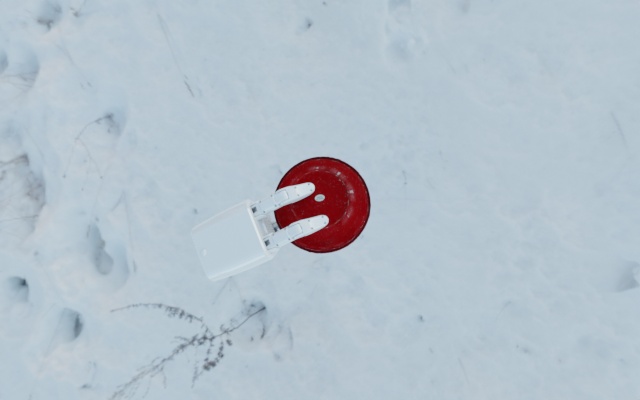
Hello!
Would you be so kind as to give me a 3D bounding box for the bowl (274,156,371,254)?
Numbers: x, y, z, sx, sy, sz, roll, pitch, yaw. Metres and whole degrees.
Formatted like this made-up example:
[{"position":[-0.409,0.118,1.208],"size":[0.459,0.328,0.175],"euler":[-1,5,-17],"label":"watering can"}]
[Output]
[{"position":[0.001,0.002,0.759],"size":[0.162,0.162,0.055],"euler":[0,-9,4],"label":"bowl"}]
